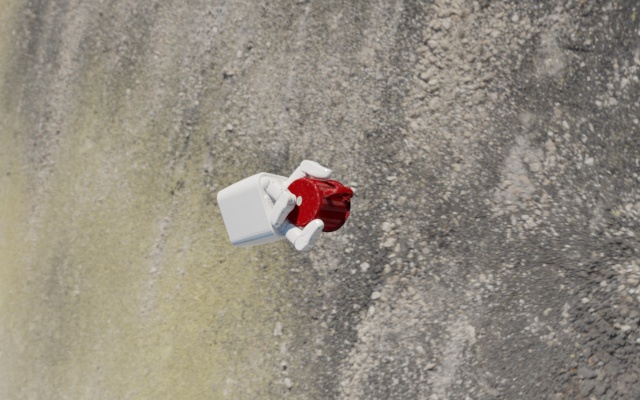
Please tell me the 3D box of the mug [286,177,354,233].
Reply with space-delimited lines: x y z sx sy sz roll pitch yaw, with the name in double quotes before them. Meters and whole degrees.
"mug" 0.001 0.002 0.796 0.117 0.093 0.081 -19 -17 34
